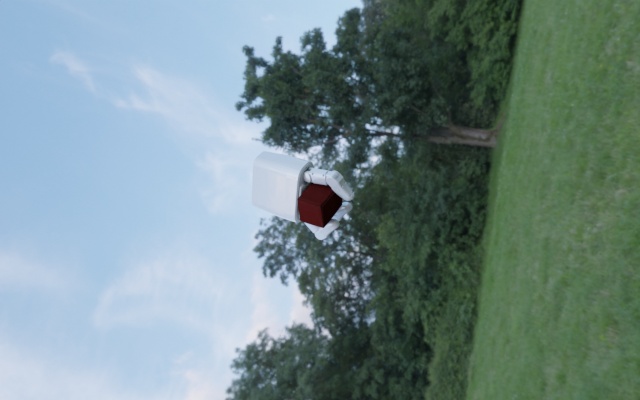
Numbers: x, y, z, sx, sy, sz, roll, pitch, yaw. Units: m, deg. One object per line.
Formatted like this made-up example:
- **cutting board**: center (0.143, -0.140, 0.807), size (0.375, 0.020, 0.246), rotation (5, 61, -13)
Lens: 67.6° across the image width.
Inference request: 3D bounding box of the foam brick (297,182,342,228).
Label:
- **foam brick**: center (0.000, 0.003, 0.866), size (0.051, 0.053, 0.078), rotation (16, 42, 24)
